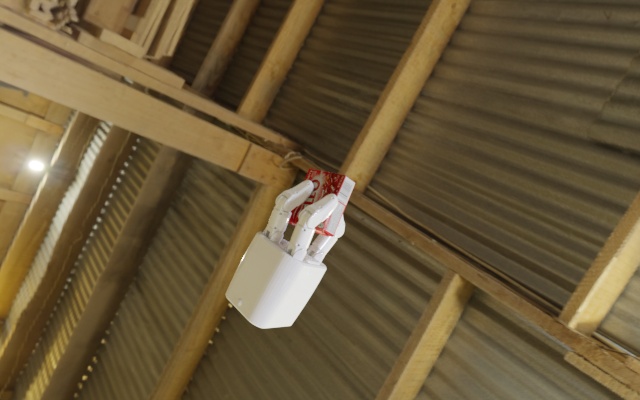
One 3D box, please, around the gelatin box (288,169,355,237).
[{"bbox_3d":[0.001,0.002,0.693,0.073,0.089,0.030,14,-14,42],"label":"gelatin box"}]
